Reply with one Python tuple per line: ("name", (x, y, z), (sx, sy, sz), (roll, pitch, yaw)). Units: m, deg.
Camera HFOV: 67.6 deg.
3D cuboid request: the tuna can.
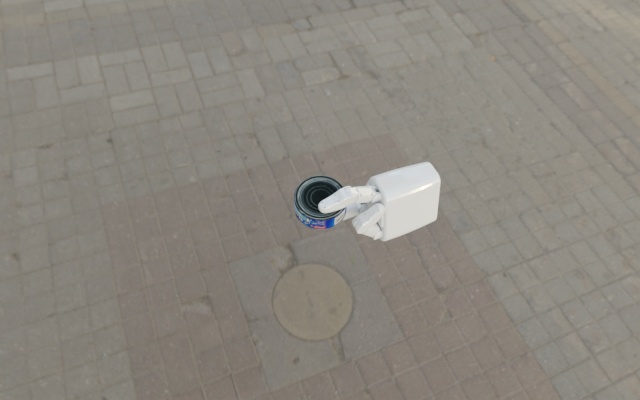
("tuna can", (0.000, 0.002, 0.763), (0.086, 0.086, 0.034), (0, -32, -1))
